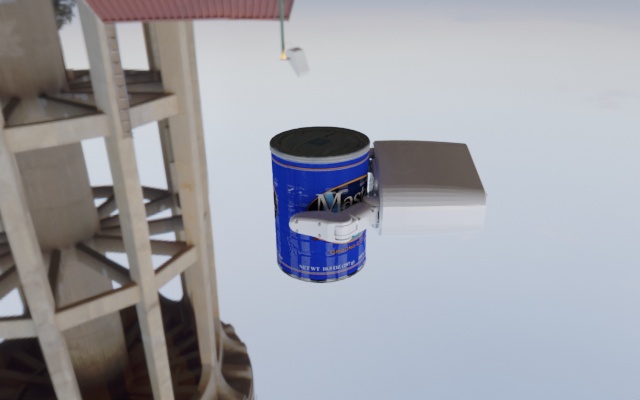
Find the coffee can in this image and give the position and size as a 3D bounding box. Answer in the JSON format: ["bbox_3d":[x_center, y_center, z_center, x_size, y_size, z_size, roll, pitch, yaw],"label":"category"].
[{"bbox_3d":[0.000,0.002,0.514,0.103,0.140,0.102,-1,25,0],"label":"coffee can"}]
